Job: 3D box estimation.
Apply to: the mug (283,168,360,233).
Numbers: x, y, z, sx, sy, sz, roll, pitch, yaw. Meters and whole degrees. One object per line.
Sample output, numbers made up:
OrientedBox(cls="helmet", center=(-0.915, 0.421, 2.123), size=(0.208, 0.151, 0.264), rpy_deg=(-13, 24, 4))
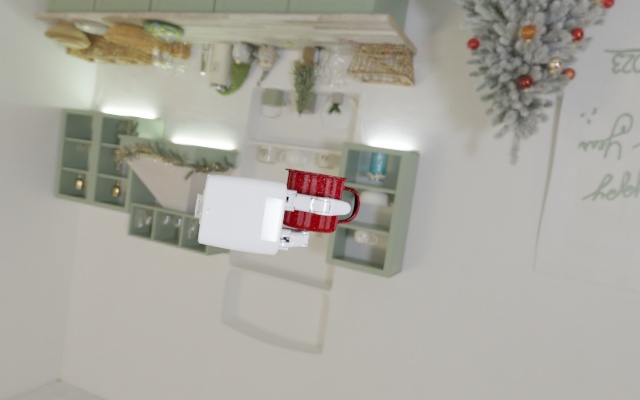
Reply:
OrientedBox(cls="mug", center=(0.001, 0.003, 0.697), size=(0.117, 0.081, 0.093), rpy_deg=(9, 3, -11))
